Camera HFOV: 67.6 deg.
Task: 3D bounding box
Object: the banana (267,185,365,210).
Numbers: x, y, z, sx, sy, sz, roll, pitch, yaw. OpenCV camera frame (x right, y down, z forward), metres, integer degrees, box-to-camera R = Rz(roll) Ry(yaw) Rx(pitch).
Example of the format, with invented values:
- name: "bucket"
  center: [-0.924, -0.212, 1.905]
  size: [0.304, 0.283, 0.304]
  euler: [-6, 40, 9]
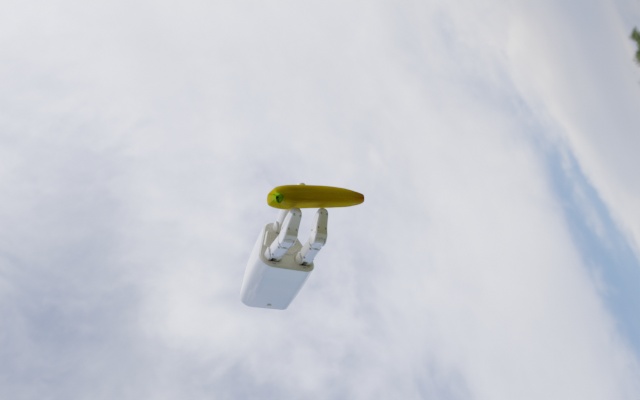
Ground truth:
- name: "banana"
  center: [-0.015, -0.003, 0.743]
  size: [0.069, 0.037, 0.198]
  euler: [21, 16, 41]
